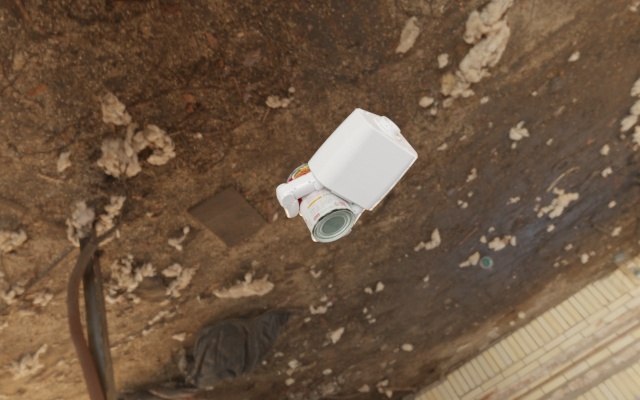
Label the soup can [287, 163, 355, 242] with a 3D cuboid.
[{"bbox_3d":[0.000,0.003,0.699,0.068,0.068,0.102,0,43,-33],"label":"soup can"}]
